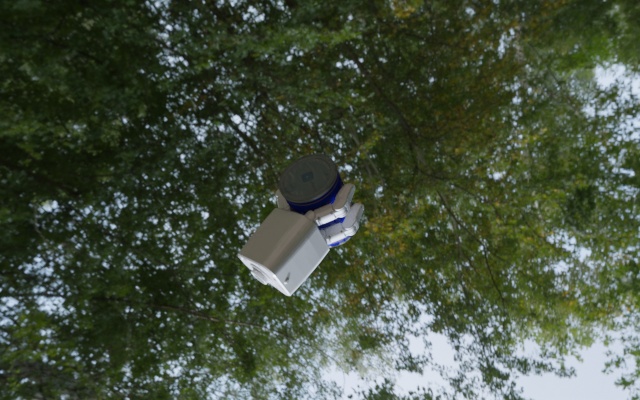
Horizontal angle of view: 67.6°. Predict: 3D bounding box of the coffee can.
[{"bbox_3d":[0.000,0.002,0.837,0.103,0.102,0.140,0,-38,24],"label":"coffee can"}]
